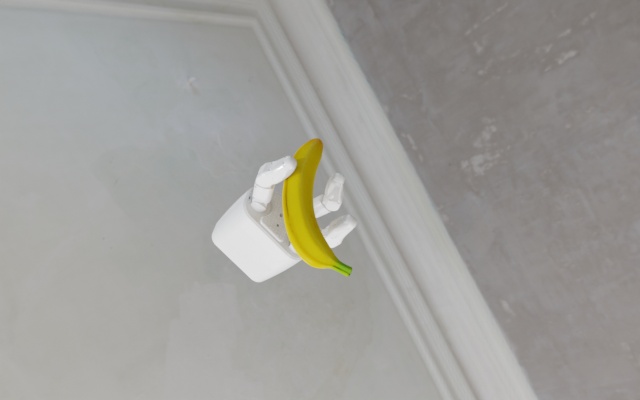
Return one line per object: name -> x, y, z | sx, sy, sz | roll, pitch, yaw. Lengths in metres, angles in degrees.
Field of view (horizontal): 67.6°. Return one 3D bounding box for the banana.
banana -> -0.015, 0.003, 0.585 | 0.069, 0.197, 0.037 | 8, -33, -32
